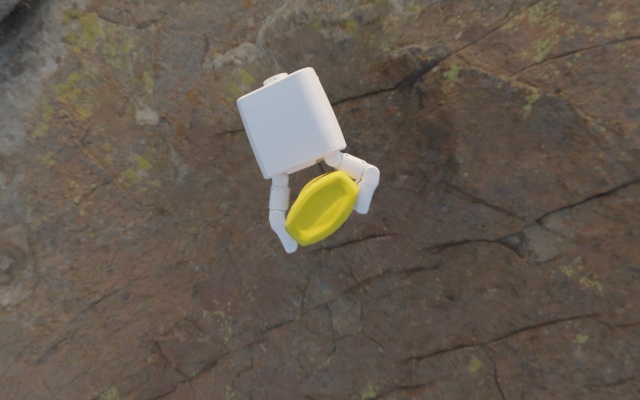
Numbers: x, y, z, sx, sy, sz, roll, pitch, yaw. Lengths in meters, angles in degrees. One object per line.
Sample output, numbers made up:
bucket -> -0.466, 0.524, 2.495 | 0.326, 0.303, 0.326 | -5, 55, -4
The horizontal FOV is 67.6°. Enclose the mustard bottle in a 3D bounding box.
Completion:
mustard bottle -> 0.000, 0.002, 0.631 | 0.058, 0.096, 0.191 | 43, 3, -4
